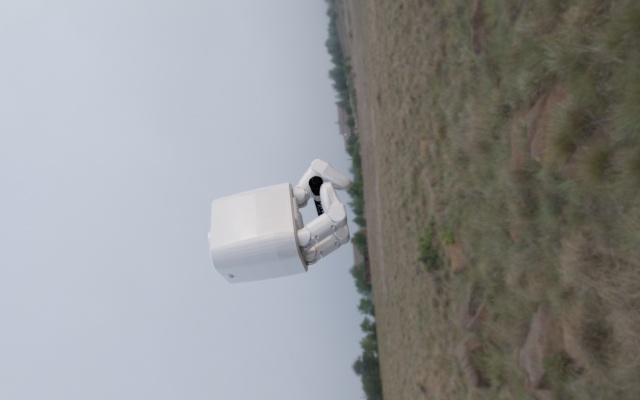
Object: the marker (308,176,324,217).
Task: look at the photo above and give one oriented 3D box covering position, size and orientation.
[{"bbox_3d":[0.000,0.002,0.642,0.020,0.020,0.121,0,-27,7],"label":"marker"}]
